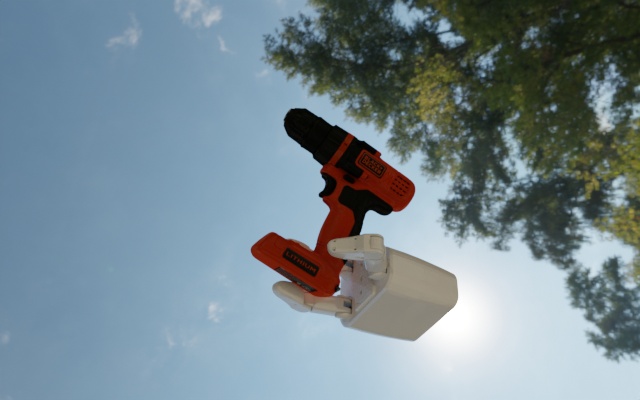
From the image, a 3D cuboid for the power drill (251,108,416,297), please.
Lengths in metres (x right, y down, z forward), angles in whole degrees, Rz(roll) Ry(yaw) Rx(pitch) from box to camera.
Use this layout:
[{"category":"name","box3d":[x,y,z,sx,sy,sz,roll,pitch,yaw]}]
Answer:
[{"category":"power drill","box3d":[0.000,0.002,0.557,0.184,0.187,0.057,34,-18,-3]}]
